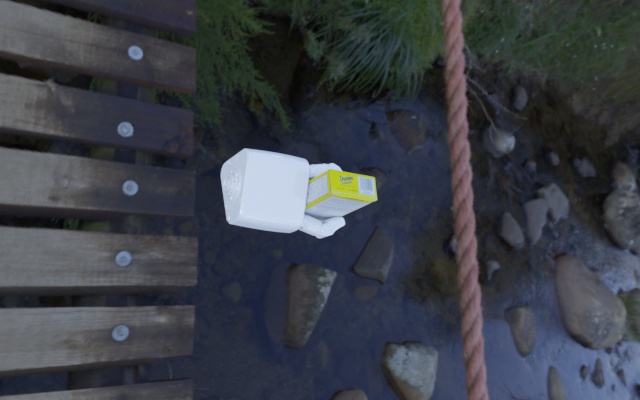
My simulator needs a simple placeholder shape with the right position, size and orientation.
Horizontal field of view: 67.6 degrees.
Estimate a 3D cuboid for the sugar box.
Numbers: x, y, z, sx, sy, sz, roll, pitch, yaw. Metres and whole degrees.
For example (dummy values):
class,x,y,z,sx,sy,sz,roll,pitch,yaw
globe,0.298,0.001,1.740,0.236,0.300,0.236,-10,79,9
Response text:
class,x,y,z,sx,sy,sz,roll,pitch,yaw
sugar box,0.000,0.002,0.779,0.093,0.048,0.176,9,-20,-35
